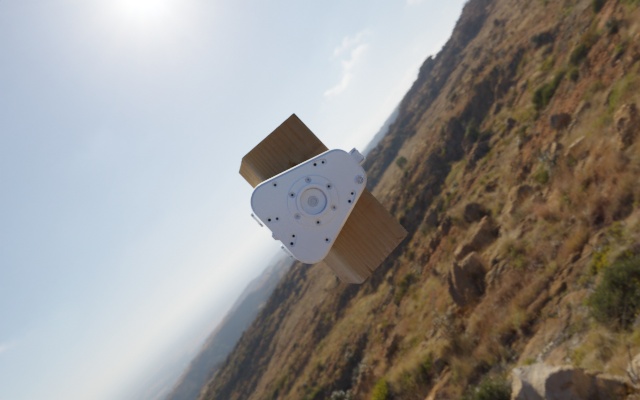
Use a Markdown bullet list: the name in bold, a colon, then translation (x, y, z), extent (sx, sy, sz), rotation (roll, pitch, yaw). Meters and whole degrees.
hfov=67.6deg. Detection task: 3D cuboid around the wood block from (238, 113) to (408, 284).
- **wood block**: translation (0.000, 0.002, 0.616), extent (0.091, 0.206, 0.090), rotation (-44, 2, -15)
